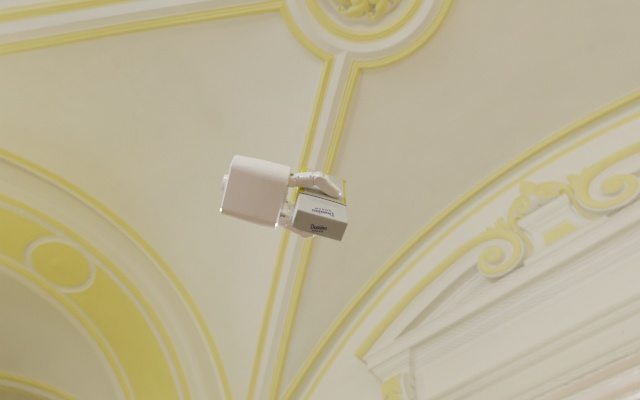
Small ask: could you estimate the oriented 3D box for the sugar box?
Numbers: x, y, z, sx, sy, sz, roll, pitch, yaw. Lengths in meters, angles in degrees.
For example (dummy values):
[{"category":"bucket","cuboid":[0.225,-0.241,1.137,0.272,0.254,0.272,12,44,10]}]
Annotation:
[{"category":"sugar box","cuboid":[0.000,0.003,0.887,0.093,0.048,0.176,16,29,-7]}]
